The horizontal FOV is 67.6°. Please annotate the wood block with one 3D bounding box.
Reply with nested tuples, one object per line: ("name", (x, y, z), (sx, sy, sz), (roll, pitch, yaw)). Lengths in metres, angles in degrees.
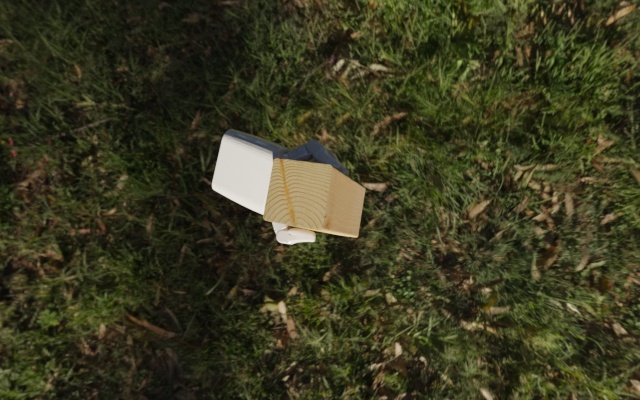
("wood block", (0.000, 0.003, 0.741), (0.090, 0.091, 0.206), (9, -4, 19))
